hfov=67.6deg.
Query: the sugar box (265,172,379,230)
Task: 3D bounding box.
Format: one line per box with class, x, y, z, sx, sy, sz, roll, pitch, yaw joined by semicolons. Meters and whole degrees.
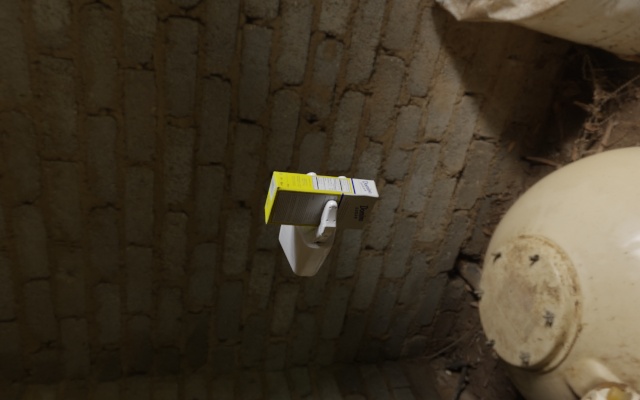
sugar box;0.000;0.002;0.816;0.176;0.048;0.093;3;-42;-17
